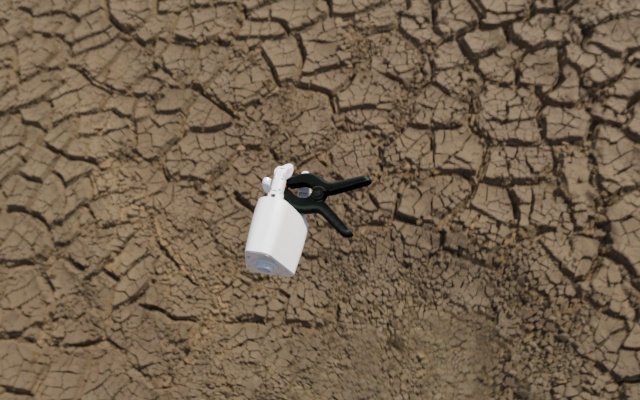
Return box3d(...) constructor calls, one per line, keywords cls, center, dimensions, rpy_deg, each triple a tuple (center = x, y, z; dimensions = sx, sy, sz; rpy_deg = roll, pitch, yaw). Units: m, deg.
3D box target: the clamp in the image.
box3d(cls="clamp", center=(0.000, 0.002, 0.863), dimensions=(0.171, 0.120, 0.039), rpy_deg=(6, -28, 15))
